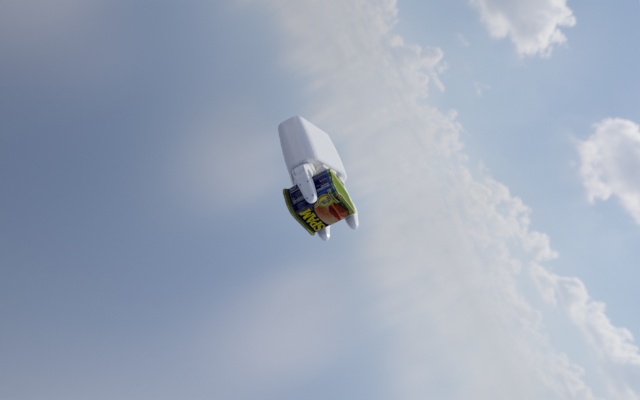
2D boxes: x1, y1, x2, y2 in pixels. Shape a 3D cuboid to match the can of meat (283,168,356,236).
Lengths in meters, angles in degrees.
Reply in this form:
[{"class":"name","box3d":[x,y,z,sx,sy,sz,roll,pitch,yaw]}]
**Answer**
[{"class":"can of meat","box3d":[0.000,0.002,0.778,0.084,0.057,0.102,-26,-37,11]}]
